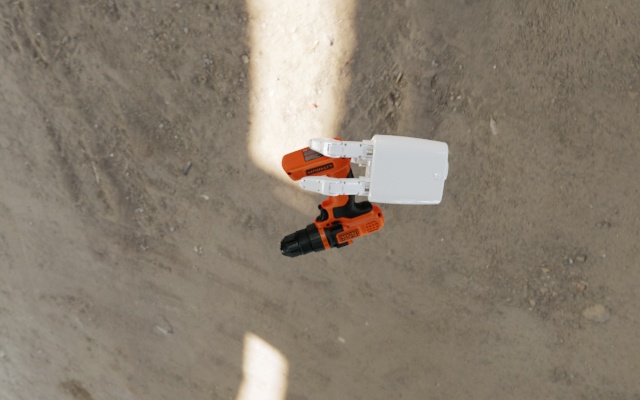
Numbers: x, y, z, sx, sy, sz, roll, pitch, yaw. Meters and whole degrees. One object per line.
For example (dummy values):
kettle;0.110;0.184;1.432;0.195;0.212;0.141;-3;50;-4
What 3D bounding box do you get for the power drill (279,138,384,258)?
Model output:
power drill;0.000;0.002;0.772;0.184;0.188;0.057;-20;38;-1
